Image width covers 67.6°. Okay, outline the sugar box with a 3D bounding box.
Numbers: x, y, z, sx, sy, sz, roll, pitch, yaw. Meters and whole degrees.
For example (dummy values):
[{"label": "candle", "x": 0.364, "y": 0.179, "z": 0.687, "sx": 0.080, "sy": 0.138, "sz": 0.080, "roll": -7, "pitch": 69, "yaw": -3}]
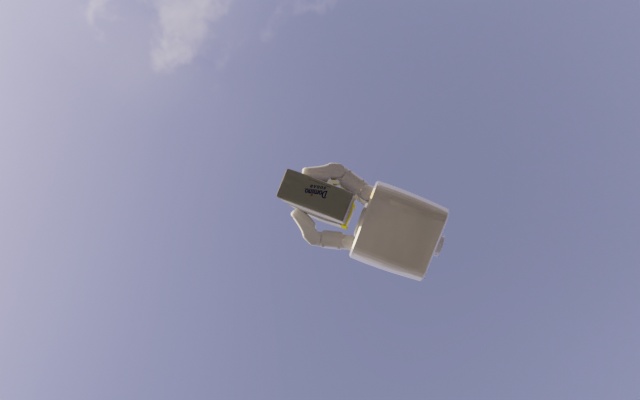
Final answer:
[{"label": "sugar box", "x": 0.000, "y": 0.002, "z": 0.679, "sx": 0.093, "sy": 0.048, "sz": 0.176, "roll": 21, "pitch": -7, "yaw": 6}]
